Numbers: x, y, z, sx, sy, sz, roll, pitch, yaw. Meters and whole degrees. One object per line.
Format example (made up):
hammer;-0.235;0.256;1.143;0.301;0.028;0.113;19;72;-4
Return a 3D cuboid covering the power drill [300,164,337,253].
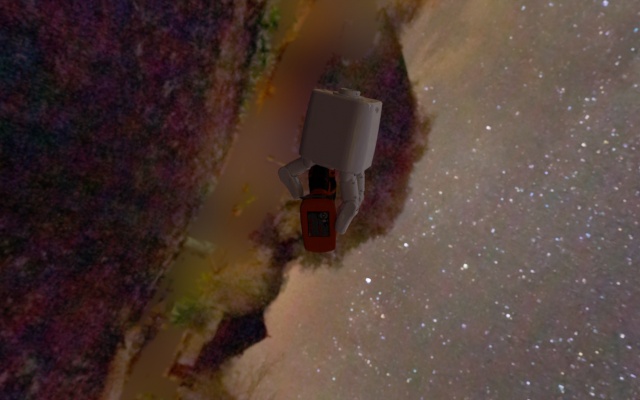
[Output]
power drill;0.000;0.003;0.834;0.057;0.185;0.187;-3;36;3
